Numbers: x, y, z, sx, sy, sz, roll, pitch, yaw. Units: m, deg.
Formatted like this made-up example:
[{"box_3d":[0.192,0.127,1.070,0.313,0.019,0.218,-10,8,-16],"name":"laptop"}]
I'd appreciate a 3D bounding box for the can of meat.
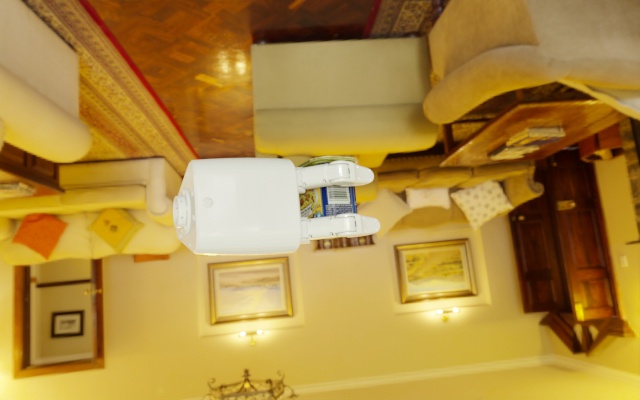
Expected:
[{"box_3d":[0.000,0.002,0.557,0.057,0.084,0.102,1,-11,-30],"name":"can of meat"}]
